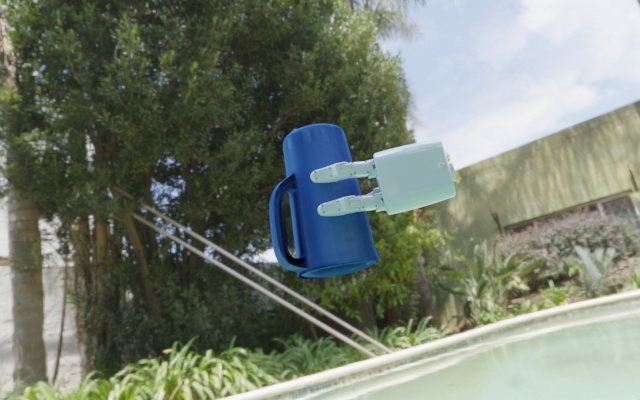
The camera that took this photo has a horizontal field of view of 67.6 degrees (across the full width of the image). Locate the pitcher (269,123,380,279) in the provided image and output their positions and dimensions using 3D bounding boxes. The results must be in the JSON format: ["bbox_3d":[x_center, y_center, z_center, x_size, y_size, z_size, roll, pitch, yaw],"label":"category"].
[{"bbox_3d":[0.000,0.003,0.780,0.145,0.242,0.149,-14,-16,12],"label":"pitcher"}]
